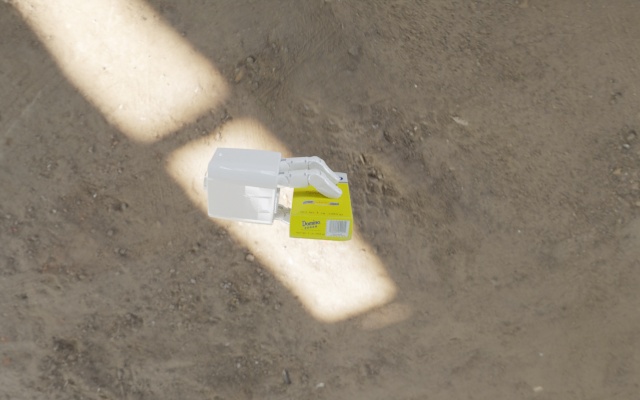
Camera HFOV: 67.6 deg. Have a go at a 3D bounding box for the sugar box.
[{"bbox_3d":[0.000,0.002,0.766,0.093,0.048,0.176,4,28,-3],"label":"sugar box"}]
